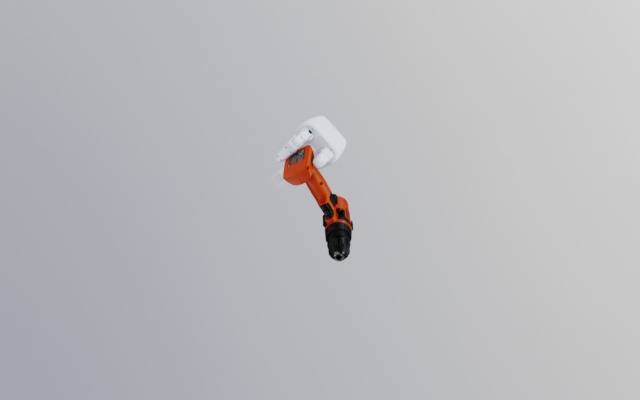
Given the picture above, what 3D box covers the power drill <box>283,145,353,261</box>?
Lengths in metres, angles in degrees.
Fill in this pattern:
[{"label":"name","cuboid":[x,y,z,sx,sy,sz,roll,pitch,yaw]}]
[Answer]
[{"label":"power drill","cuboid":[0.000,0.002,0.893,0.057,0.188,0.184,-25,28,13]}]
